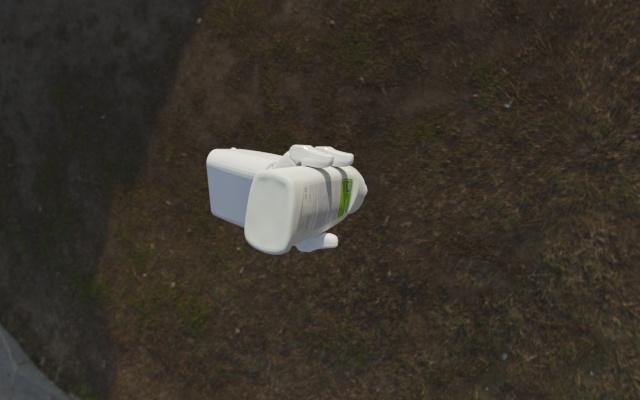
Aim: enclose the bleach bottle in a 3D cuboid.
[{"bbox_3d":[0.000,0.002,0.664,0.068,0.102,0.251,15,12,27],"label":"bleach bottle"}]
